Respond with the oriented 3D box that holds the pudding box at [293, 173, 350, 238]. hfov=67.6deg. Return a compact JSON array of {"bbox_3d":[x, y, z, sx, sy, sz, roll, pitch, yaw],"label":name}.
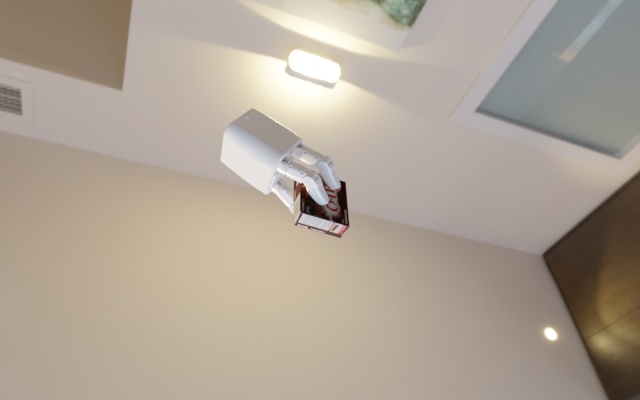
[{"bbox_3d":[0.000,0.003,0.819,0.090,0.113,0.039,16,-45,-17],"label":"pudding box"}]
